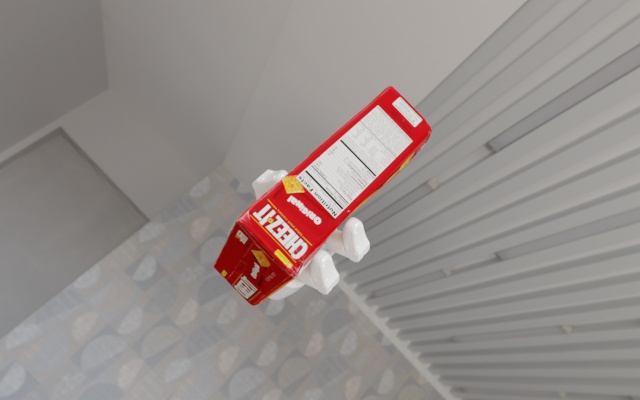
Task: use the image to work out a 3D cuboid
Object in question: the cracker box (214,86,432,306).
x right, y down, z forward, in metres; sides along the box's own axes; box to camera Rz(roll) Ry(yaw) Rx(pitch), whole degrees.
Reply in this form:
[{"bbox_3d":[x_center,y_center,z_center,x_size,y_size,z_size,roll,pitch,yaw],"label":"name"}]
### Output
[{"bbox_3d":[0.000,0.001,0.489,0.213,0.072,0.164,-44,-2,-27],"label":"cracker box"}]
